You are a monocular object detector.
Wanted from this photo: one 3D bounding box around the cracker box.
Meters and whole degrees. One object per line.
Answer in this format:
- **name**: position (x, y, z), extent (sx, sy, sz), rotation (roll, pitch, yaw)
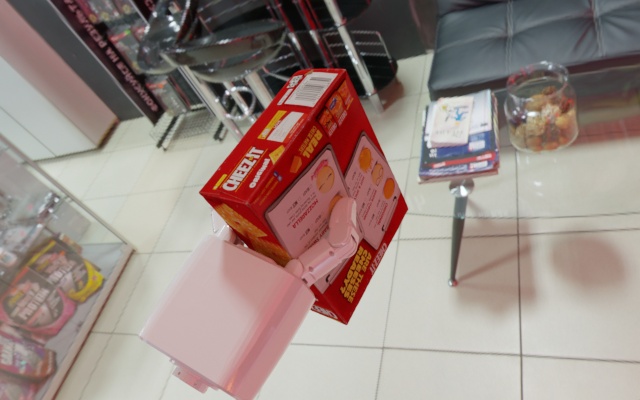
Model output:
- **cracker box**: position (0.000, 0.002, 0.489), extent (0.072, 0.164, 0.214), rotation (13, -31, 37)
